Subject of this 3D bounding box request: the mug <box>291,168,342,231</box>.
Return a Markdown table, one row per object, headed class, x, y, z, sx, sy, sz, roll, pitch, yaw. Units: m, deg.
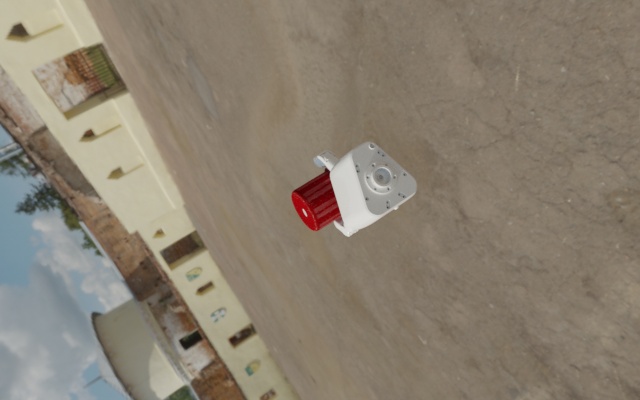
| class | x | y | z | sx | sy | sz | roll | pitch | yaw |
| --- | --- | --- | --- | --- | --- | --- | --- | --- | --- |
| mug | 0.000 | 0.003 | 0.844 | 0.081 | 0.093 | 0.117 | -32 | -3 | -18 |
